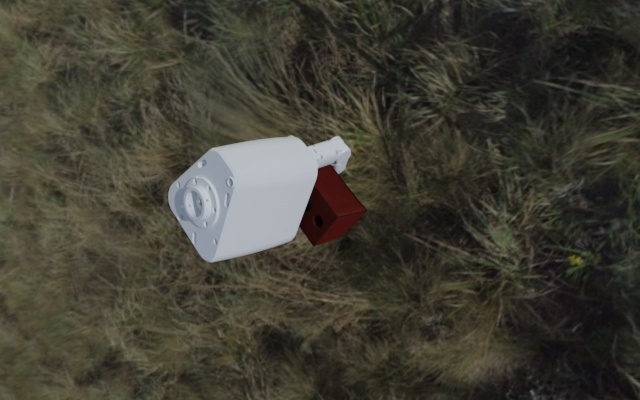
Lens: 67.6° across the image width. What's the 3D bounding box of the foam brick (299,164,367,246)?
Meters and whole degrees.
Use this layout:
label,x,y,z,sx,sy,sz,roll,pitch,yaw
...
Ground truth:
label,x,y,z,sx,sy,sz,roll,pitch,yaw
foam brick,0.000,0.002,0.525,0.051,0.078,0.053,-14,-30,-49
